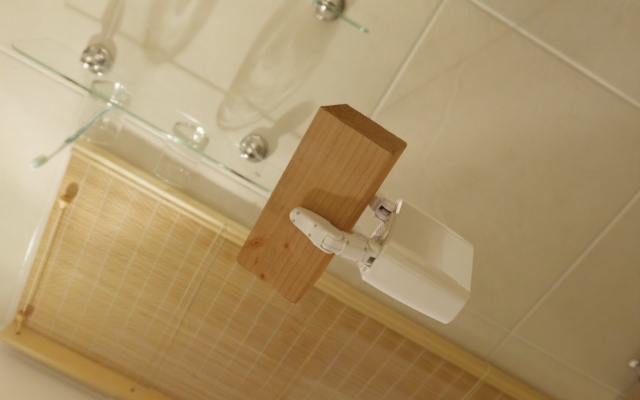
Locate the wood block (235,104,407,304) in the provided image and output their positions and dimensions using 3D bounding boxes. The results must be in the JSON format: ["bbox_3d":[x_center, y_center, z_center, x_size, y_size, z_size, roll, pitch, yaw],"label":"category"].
[{"bbox_3d":[0.000,0.002,0.546,0.090,0.206,0.091,35,22,9],"label":"wood block"}]
